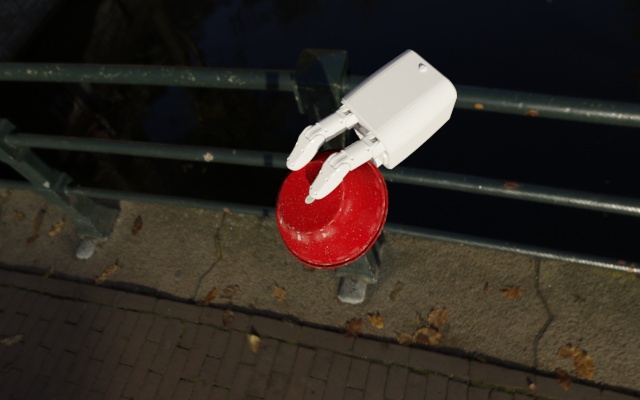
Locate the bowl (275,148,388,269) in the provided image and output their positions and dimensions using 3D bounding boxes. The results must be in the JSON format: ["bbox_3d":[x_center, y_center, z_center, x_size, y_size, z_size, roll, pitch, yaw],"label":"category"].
[{"bbox_3d":[-0.001,0.003,0.601,0.162,0.162,0.055,0,-14,29],"label":"bowl"}]
